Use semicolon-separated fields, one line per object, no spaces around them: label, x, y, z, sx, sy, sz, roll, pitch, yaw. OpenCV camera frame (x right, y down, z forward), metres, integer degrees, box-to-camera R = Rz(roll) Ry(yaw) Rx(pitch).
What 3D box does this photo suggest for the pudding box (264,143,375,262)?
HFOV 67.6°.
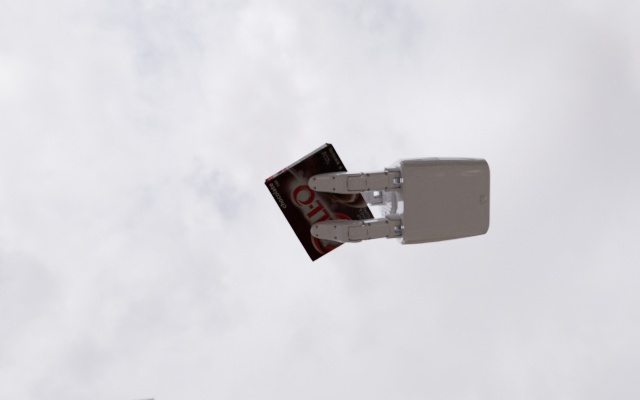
pudding box;0.000;0.002;0.562;0.090;0.113;0.039;-31;10;-1
